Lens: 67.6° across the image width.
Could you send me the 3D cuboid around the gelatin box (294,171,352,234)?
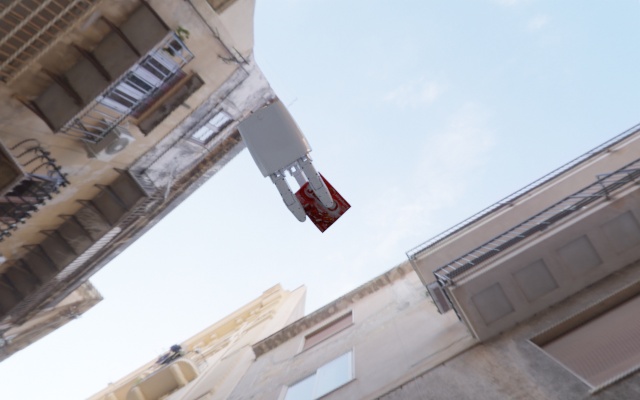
[{"bbox_3d":[0.000,0.003,0.863,0.073,0.089,0.030,-43,4,4],"label":"gelatin box"}]
